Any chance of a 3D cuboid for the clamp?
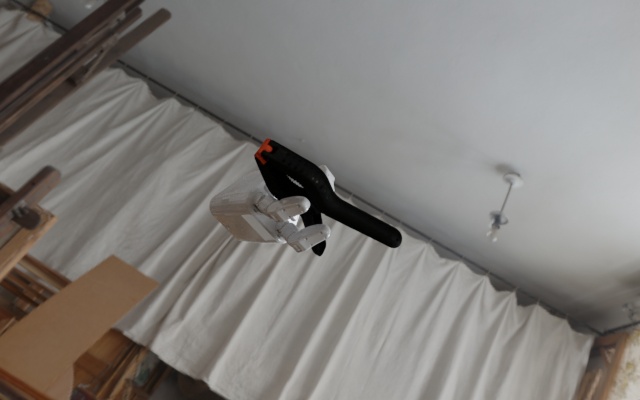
[{"bbox_3d":[0.000,0.001,0.623,0.164,0.036,0.210,-7,-48,43],"label":"clamp"}]
